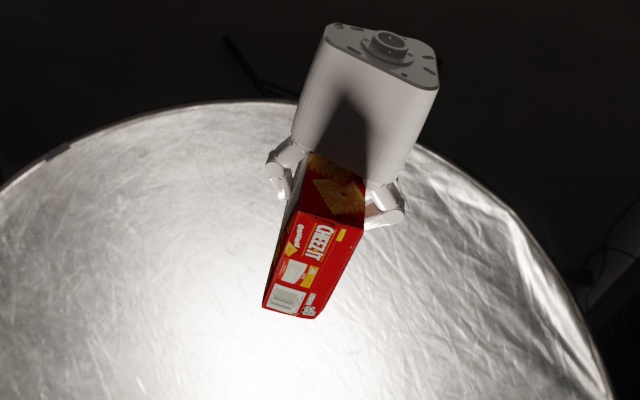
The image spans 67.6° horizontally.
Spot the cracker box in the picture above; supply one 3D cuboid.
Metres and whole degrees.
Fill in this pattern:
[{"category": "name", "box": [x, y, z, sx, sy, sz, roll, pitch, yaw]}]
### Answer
[{"category": "cracker box", "box": [0.000, 0.002, 0.546, 0.072, 0.164, 0.213, 17, 42, -6]}]
